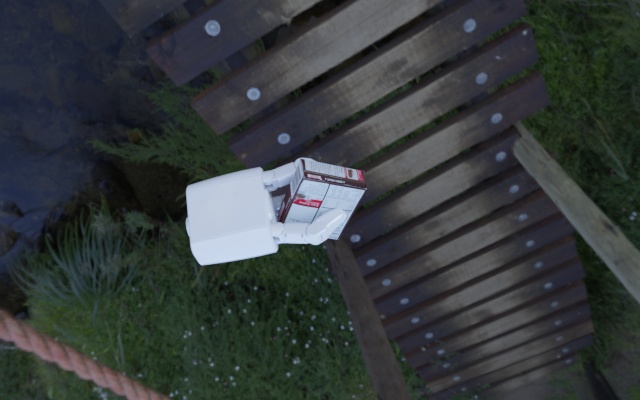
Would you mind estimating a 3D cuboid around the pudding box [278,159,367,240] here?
[{"bbox_3d":[0.000,0.002,0.644,0.090,0.039,0.114,9,-43,-18],"label":"pudding box"}]
